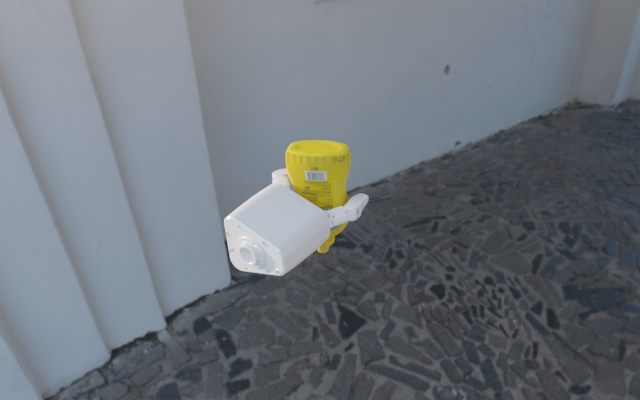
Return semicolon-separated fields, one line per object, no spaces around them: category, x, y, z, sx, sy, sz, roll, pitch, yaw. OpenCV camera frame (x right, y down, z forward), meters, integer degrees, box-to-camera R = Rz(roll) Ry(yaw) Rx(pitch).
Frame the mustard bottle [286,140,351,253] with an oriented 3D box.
mustard bottle;0.000;0.002;0.755;0.096;0.192;0.058;3;31;9
